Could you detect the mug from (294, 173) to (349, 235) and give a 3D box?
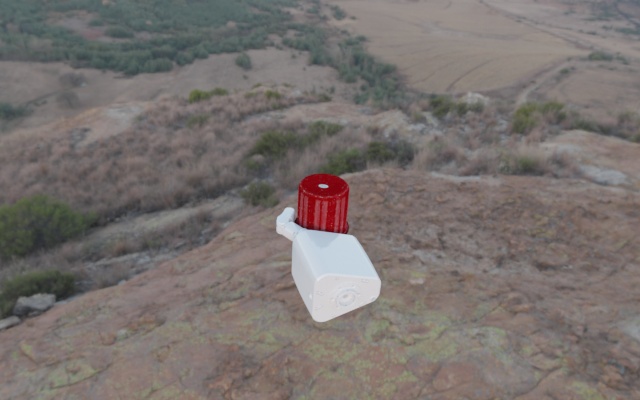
[{"bbox_3d":[0.000,0.002,0.789,0.093,0.081,0.117,-7,33,-17],"label":"mug"}]
